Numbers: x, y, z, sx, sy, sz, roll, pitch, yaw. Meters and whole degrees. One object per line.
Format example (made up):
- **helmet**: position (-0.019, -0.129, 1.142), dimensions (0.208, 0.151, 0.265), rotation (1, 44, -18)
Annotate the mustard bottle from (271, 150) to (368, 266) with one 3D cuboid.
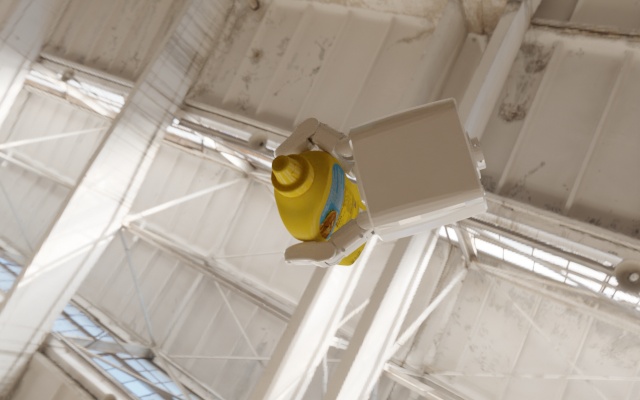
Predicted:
- **mustard bottle**: position (0.000, 0.002, 0.509), dimensions (0.058, 0.096, 0.192), rotation (7, -18, 26)
